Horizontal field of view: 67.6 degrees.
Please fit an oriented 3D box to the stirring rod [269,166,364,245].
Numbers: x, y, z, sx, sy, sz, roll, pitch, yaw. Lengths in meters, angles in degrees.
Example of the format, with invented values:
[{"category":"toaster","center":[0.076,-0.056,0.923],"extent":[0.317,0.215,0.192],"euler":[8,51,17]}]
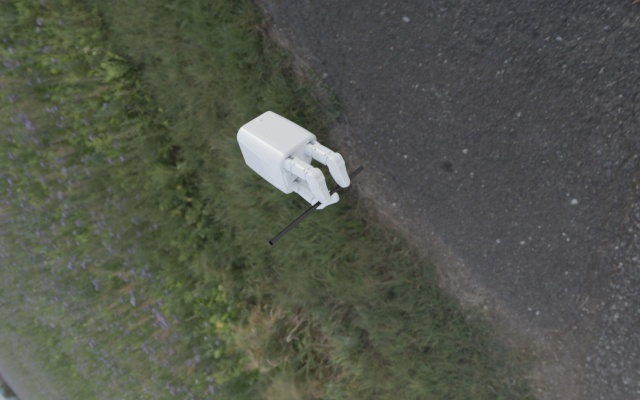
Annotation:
[{"category":"stirring rod","center":[0.000,0.003,0.793],"extent":[0.011,0.011,0.239],"euler":[0,31,47]}]
